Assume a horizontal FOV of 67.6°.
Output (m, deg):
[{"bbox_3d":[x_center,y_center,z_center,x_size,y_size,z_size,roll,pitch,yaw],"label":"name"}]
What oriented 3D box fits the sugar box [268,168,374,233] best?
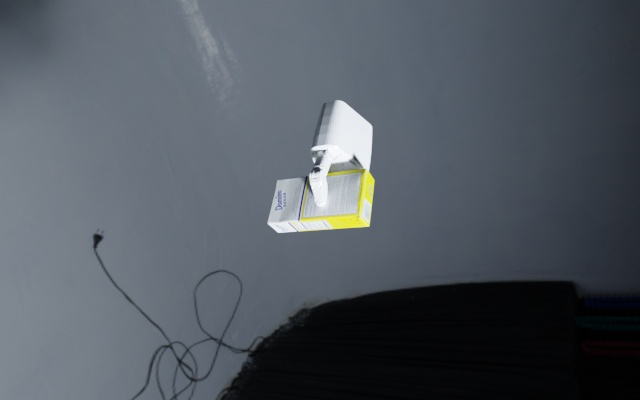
[{"bbox_3d":[0.000,0.003,0.824,0.176,0.093,0.048,-6,-32,29],"label":"sugar box"}]
